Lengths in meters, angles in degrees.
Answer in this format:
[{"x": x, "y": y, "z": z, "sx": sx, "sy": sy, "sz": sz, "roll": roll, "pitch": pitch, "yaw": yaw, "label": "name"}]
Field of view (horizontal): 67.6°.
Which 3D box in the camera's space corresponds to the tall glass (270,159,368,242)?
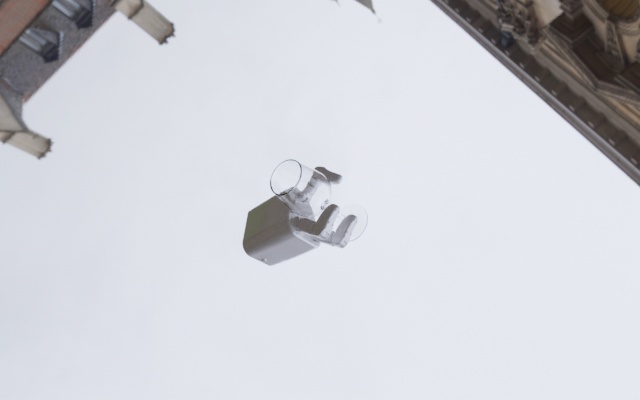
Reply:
[{"x": 0.001, "y": 0.003, "z": 0.809, "sx": 0.079, "sy": 0.079, "sz": 0.201, "roll": 0, "pitch": -23, "yaw": 36, "label": "tall glass"}]
